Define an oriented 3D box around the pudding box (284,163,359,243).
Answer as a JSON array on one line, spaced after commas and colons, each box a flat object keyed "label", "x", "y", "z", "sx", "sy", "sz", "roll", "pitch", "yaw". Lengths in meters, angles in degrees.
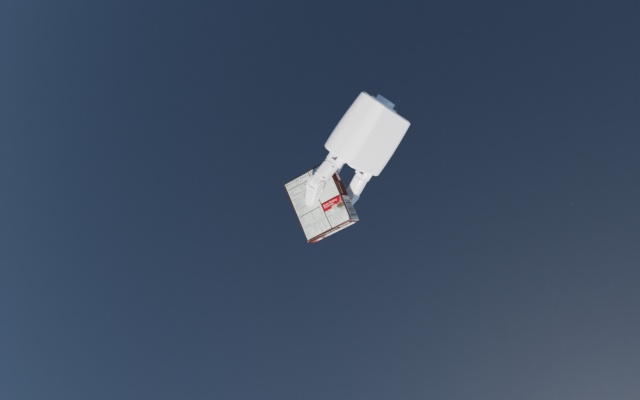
[{"label": "pudding box", "x": 0.000, "y": 0.003, "z": 0.807, "sx": 0.090, "sy": 0.113, "sz": 0.039, "roll": -28, "pitch": -15, "yaw": 21}]
